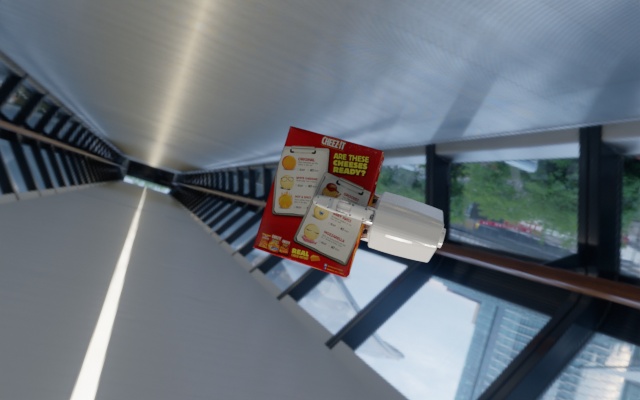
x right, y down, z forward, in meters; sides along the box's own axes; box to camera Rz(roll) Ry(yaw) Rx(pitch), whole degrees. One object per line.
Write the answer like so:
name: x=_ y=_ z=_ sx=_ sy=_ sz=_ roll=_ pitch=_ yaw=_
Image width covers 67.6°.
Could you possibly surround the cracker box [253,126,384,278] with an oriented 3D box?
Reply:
cracker box: x=0.000 y=0.003 z=0.804 sx=0.164 sy=0.213 sz=0.072 roll=17 pitch=-2 yaw=9
